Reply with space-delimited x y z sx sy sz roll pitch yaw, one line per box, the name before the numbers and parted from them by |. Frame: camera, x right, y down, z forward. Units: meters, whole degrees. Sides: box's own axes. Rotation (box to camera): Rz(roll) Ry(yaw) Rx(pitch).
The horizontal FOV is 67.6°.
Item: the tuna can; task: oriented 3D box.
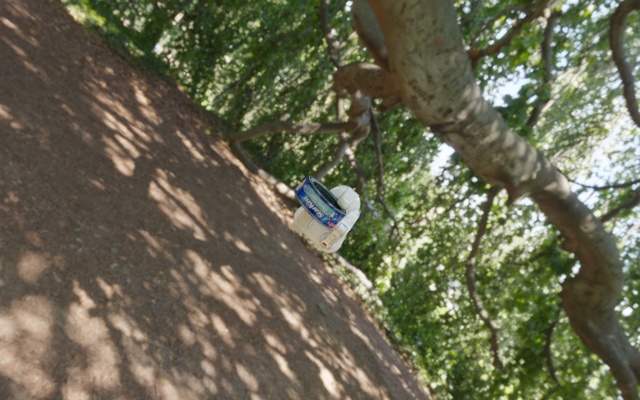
tuna can | 0.001 0.002 0.739 0.034 0.086 0.086 -44 -11 11
